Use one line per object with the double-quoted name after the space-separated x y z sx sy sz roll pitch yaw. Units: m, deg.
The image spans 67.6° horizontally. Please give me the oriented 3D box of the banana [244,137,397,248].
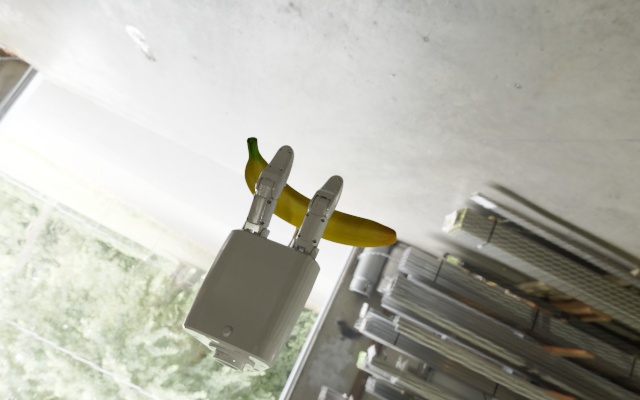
-0.011 0.008 0.536 0.198 0.037 0.070 32 -38 -9 "banana"
